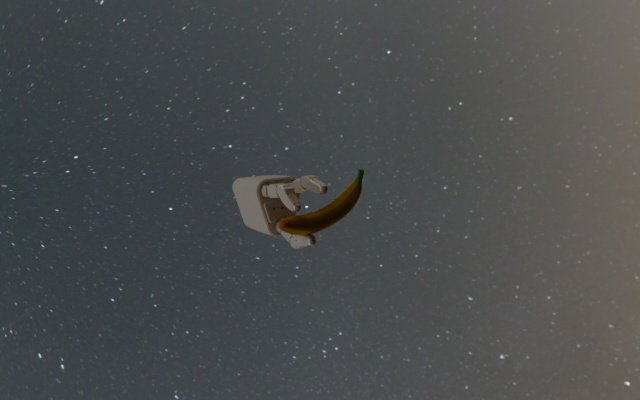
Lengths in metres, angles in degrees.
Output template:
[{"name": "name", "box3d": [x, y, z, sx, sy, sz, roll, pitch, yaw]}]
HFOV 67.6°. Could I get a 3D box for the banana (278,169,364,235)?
[{"name": "banana", "box3d": [0.009, 0.017, 0.854, 0.197, 0.070, 0.037, -35, 29, -27]}]
